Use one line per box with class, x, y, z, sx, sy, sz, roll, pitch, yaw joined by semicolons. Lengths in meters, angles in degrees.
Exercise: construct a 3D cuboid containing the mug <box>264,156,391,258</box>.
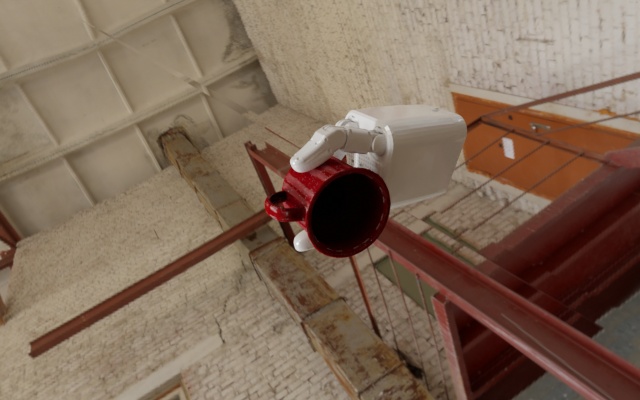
mug;-0.001;0.002;0.484;0.117;0.093;0.081;-10;24;-24
